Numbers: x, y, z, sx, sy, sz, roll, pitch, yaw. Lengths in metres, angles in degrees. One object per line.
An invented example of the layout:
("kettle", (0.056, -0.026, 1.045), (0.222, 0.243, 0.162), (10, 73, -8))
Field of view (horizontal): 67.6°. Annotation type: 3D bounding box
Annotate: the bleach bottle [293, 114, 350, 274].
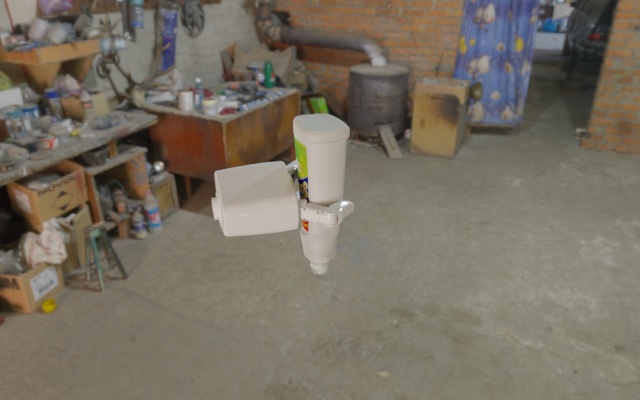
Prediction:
("bleach bottle", (0.000, 0.002, 0.724), (0.068, 0.251, 0.102), (-8, 25, -16))
